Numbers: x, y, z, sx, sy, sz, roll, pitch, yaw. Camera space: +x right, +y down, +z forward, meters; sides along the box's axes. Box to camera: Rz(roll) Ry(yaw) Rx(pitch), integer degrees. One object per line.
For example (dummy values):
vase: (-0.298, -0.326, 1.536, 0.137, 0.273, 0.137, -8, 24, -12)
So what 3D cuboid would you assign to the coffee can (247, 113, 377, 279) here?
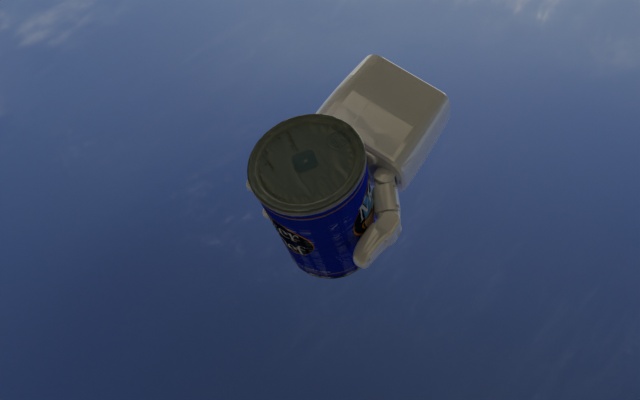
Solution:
coffee can: (0.000, 0.002, 0.459, 0.103, 0.102, 0.140, 0, -31, 13)
